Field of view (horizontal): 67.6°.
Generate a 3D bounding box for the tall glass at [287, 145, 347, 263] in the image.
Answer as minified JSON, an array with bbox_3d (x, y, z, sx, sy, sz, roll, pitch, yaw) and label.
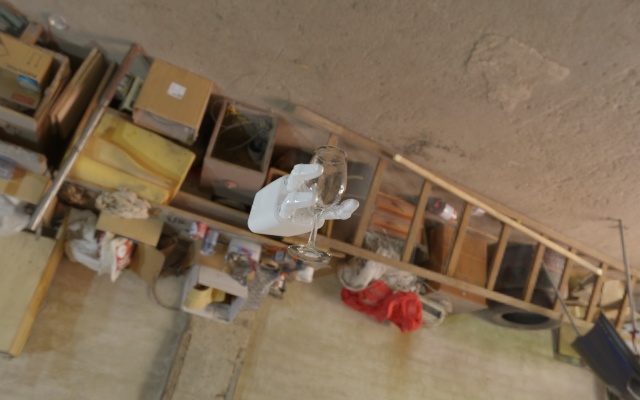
[{"bbox_3d":[0.000,0.003,0.836,0.079,0.201,0.079,10,-26,5],"label":"tall glass"}]
